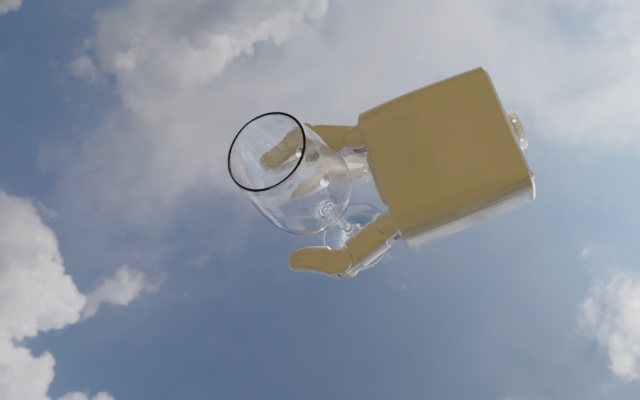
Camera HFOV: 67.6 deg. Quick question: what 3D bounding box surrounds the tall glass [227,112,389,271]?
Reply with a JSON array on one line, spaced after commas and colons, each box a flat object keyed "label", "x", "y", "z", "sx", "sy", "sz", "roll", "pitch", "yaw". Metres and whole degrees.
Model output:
[{"label": "tall glass", "x": 0.000, "y": 0.002, "z": 0.413, "sx": 0.079, "sy": 0.079, "sz": 0.201, "roll": 0, "pitch": -21, "yaw": 25}]
